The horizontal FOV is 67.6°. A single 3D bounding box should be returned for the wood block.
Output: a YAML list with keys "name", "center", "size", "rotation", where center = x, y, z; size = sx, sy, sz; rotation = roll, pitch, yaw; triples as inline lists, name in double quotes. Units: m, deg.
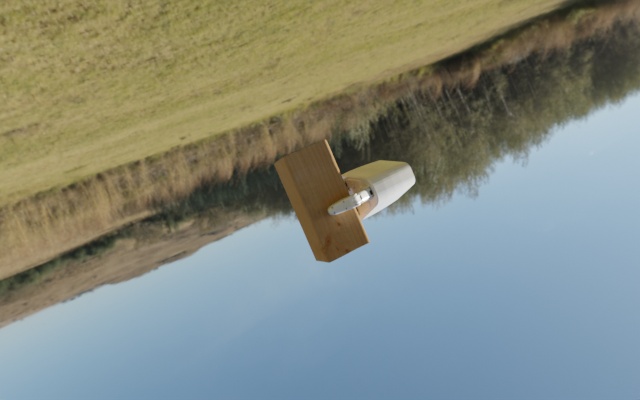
- name: "wood block"
  center: [0.001, 0.003, 0.896]
  size: [0.090, 0.206, 0.091]
  rotation: [-25, 3, -18]
